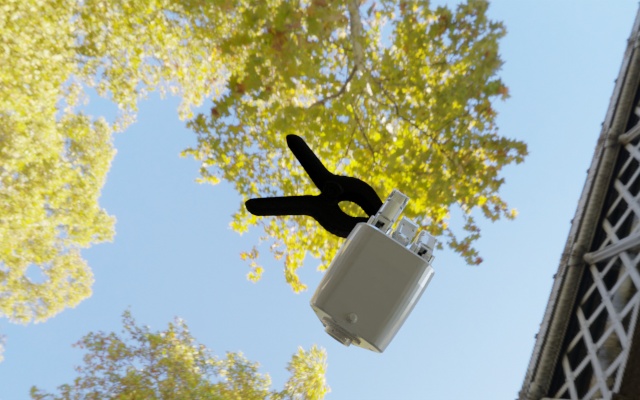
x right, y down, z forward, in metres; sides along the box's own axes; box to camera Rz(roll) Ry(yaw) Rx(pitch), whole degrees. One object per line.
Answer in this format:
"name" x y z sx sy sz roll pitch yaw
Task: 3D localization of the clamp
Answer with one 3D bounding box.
"clamp" 0.000 0.002 0.567 0.171 0.120 0.039 32 -21 11
